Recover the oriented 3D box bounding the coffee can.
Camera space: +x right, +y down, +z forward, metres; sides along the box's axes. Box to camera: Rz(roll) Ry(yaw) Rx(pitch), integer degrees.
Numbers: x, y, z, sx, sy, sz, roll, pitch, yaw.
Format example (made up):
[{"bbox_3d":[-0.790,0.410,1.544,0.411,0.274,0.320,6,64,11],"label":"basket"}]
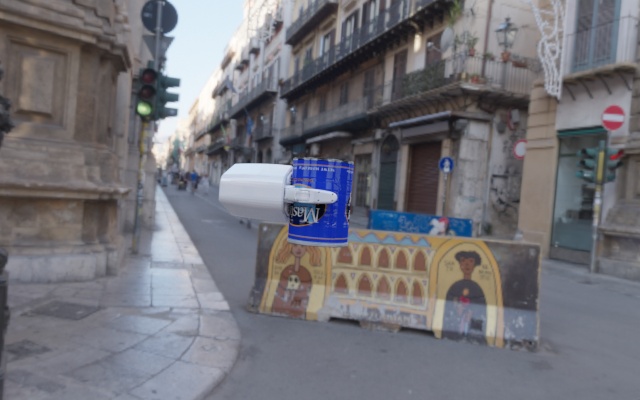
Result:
[{"bbox_3d":[0.000,0.003,0.801,0.103,0.140,0.103,4,1,0],"label":"coffee can"}]
